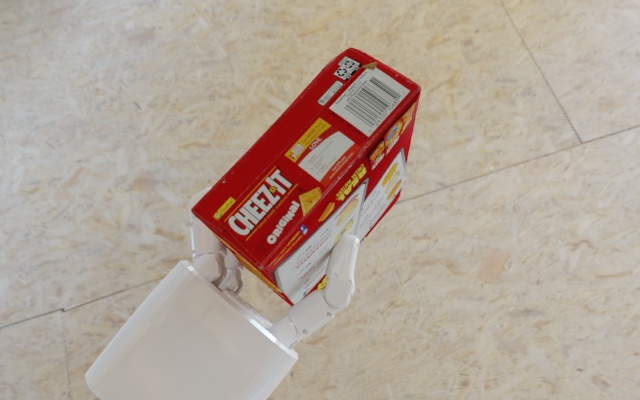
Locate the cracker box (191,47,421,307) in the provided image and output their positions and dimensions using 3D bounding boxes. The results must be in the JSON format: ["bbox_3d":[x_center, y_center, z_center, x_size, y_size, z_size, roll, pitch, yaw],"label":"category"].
[{"bbox_3d":[0.000,0.001,0.407,0.072,0.164,0.214,37,-13,16],"label":"cracker box"}]
